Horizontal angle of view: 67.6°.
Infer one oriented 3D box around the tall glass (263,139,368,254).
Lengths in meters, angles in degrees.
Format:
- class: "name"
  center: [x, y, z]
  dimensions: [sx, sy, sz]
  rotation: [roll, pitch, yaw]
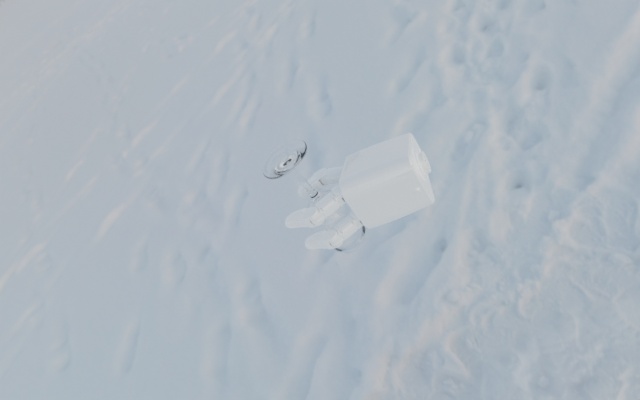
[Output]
- class: "tall glass"
  center: [0.000, 0.002, 0.729]
  dimensions: [0.079, 0.079, 0.201]
  rotation: [0, -38, 40]
